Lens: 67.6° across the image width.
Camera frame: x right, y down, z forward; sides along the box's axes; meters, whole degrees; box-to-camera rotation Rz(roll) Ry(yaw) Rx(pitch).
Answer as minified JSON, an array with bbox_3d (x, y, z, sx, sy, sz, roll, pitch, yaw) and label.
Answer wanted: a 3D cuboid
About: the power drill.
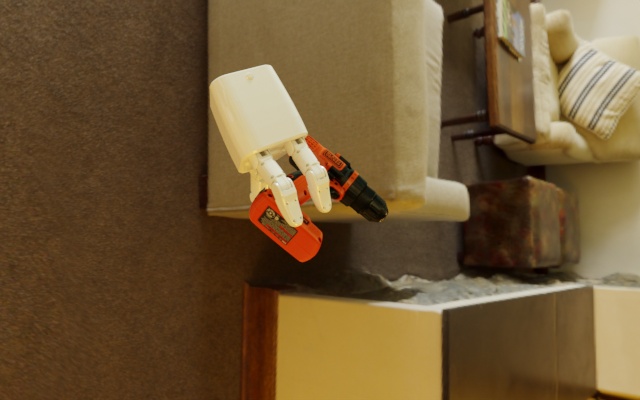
[{"bbox_3d":[0.000,0.002,0.677,0.057,0.184,0.187,-52,-1,39],"label":"power drill"}]
